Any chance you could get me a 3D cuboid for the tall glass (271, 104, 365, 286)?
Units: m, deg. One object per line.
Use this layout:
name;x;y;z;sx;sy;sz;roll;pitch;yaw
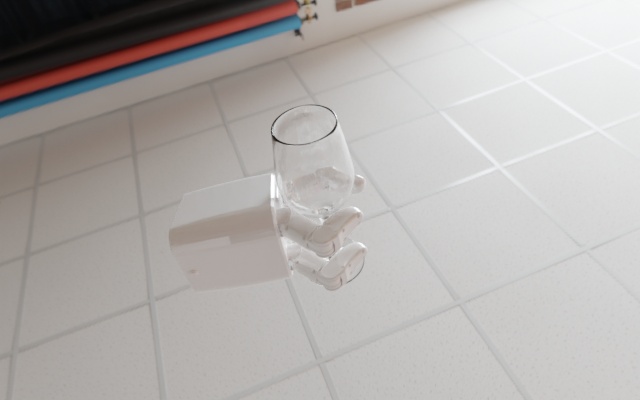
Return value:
tall glass;0.000;0.002;0.497;0.079;0.201;0.079;-6;44;6
